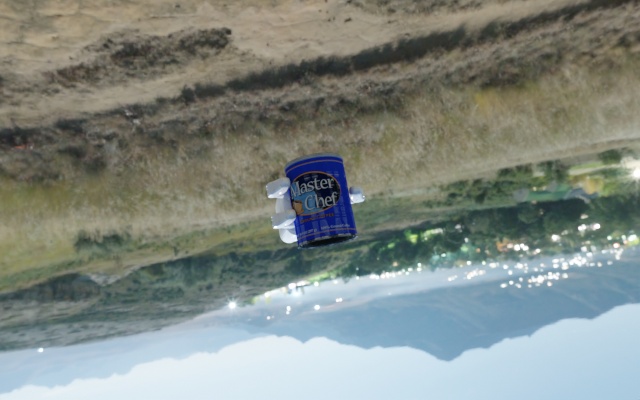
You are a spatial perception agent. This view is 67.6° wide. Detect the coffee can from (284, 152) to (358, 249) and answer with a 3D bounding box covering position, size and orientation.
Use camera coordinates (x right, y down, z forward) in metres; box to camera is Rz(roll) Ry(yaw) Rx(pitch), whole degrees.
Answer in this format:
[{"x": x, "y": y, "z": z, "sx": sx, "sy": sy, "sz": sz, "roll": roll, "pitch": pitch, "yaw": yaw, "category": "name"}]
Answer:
[{"x": 0.000, "y": 0.002, "z": 0.804, "sx": 0.103, "sy": 0.140, "sz": 0.103, "roll": -10, "pitch": -13, "yaw": -2, "category": "coffee can"}]
